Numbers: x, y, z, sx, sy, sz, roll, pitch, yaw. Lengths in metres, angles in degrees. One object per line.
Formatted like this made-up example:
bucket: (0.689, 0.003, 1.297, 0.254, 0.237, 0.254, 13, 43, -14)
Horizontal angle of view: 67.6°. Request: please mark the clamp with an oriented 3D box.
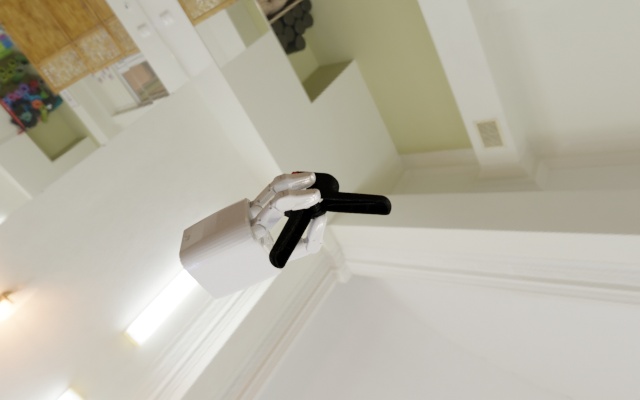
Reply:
clamp: (0.000, 0.003, 0.661, 0.164, 0.036, 0.210, -23, 27, 2)
